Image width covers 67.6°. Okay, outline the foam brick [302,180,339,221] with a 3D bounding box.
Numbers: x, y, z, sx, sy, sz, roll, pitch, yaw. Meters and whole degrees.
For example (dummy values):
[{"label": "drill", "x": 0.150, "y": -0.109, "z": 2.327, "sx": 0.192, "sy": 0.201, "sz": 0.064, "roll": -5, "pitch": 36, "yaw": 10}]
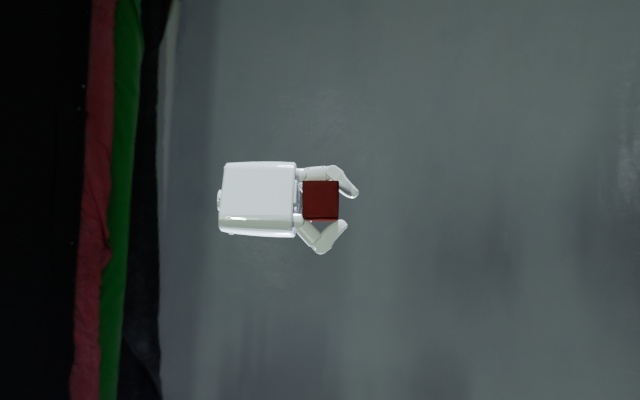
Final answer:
[{"label": "foam brick", "x": 0.000, "y": 0.002, "z": 0.688, "sx": 0.051, "sy": 0.053, "sz": 0.078, "roll": 1, "pitch": -7, "yaw": 0}]
